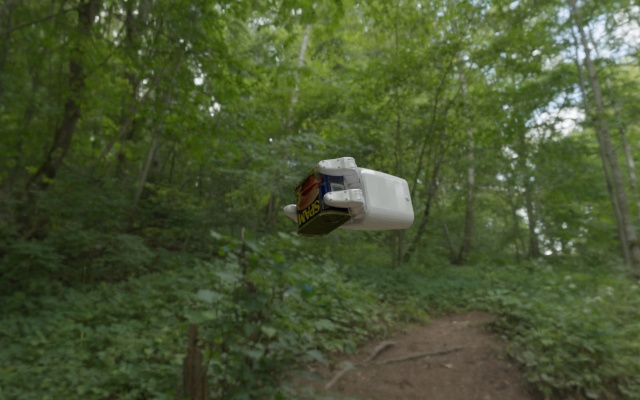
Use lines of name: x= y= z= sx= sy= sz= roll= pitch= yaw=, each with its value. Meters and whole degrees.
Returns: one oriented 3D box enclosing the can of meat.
can of meat: x=0.000 y=0.002 z=0.771 sx=0.057 sy=0.084 sz=0.102 roll=7 pitch=-27 yaw=-30
